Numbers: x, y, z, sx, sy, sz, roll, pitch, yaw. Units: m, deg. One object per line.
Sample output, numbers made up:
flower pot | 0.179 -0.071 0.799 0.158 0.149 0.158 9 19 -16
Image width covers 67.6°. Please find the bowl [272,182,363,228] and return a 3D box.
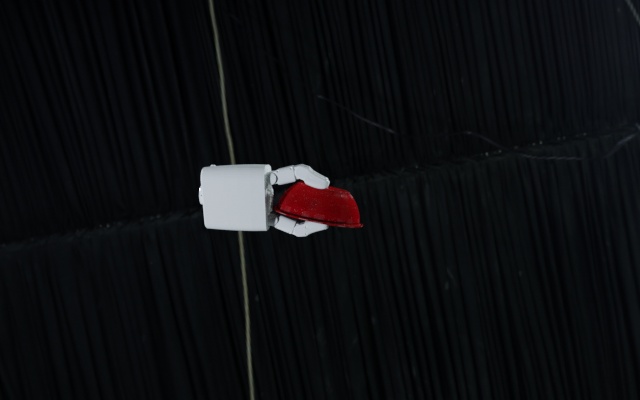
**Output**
bowl | 0.001 0.003 0.831 0.162 0.055 0.162 12 5 -1
